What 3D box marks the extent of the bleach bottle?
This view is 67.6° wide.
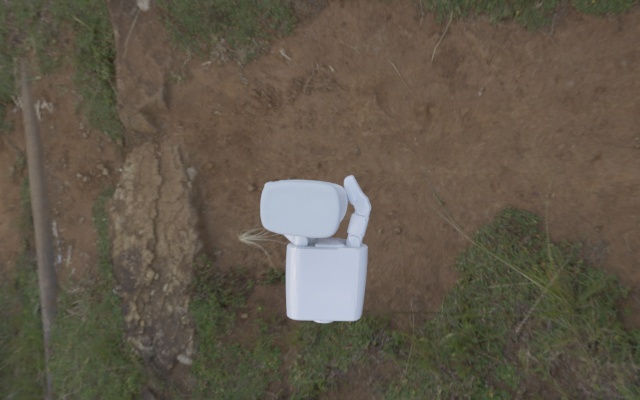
[{"bbox_3d":[0.000,0.002,0.683,0.102,0.068,0.251,4,4,13],"label":"bleach bottle"}]
